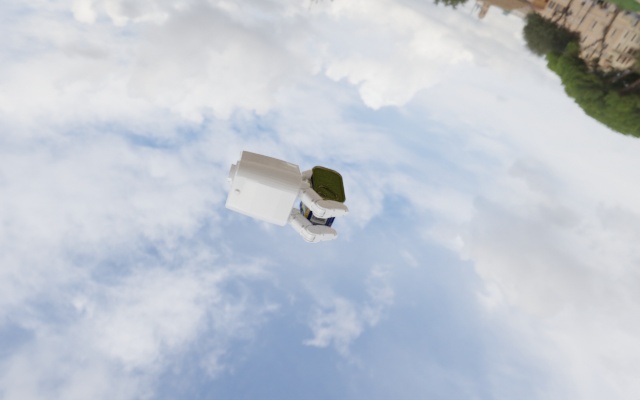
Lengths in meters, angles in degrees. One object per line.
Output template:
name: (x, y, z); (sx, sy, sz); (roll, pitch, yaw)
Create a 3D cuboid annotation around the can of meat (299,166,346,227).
can of meat: (0.000, 0.003, 0.837); (0.057, 0.084, 0.102); (15, 33, -14)
